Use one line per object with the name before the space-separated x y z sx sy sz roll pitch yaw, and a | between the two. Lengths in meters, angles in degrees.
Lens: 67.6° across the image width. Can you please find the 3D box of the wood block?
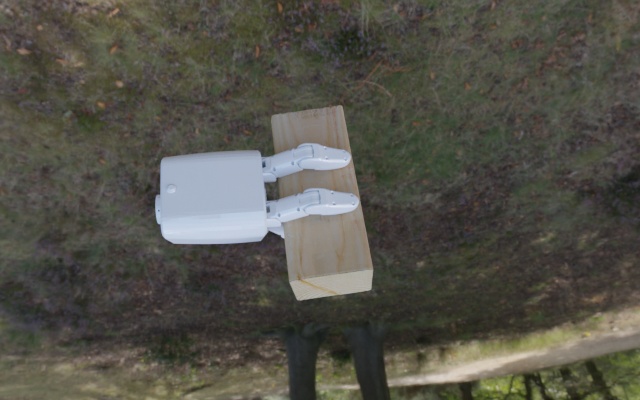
wood block | 0.000 0.002 0.568 0.090 0.206 0.091 -8 -25 0
